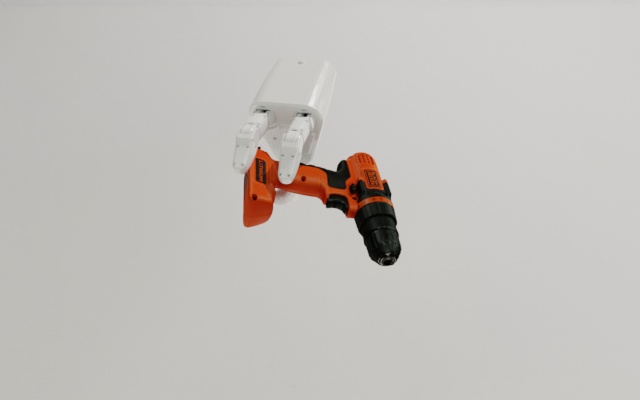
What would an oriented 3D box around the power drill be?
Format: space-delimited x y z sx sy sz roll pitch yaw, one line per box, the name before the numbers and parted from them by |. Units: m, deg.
power drill | 0.000 0.002 0.590 0.187 0.057 0.184 6 40 -16
